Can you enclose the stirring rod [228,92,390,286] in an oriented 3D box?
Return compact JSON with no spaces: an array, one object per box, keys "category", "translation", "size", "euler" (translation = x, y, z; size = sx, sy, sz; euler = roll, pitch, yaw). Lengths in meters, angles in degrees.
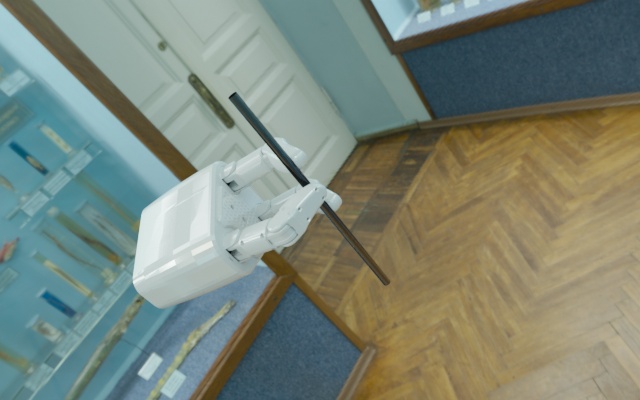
[{"category":"stirring rod","translation":[0.000,0.002,0.420],"size":[0.011,0.011,0.240],"euler":[0,-42,48]}]
